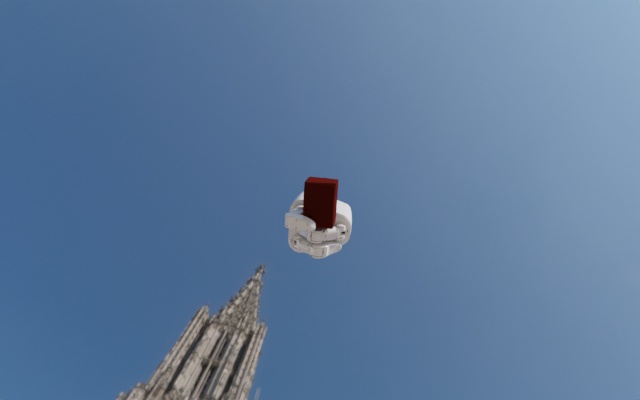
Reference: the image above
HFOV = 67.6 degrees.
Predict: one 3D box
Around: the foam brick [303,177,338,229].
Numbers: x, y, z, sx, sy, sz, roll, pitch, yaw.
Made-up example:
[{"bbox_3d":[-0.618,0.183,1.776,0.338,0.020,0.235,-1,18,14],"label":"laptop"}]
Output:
[{"bbox_3d":[0.000,0.002,0.802,0.053,0.078,0.051,6,15,7],"label":"foam brick"}]
